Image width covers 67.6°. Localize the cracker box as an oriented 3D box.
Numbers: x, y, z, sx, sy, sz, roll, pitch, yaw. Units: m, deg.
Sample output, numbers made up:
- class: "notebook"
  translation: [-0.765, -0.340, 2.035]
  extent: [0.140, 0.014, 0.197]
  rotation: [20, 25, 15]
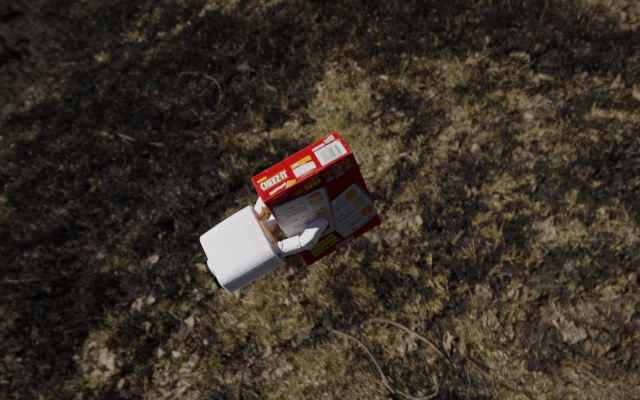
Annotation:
- class: "cracker box"
  translation: [0.000, 0.003, 0.841]
  extent: [0.164, 0.072, 0.214]
  rotation: [-30, -40, -1]
